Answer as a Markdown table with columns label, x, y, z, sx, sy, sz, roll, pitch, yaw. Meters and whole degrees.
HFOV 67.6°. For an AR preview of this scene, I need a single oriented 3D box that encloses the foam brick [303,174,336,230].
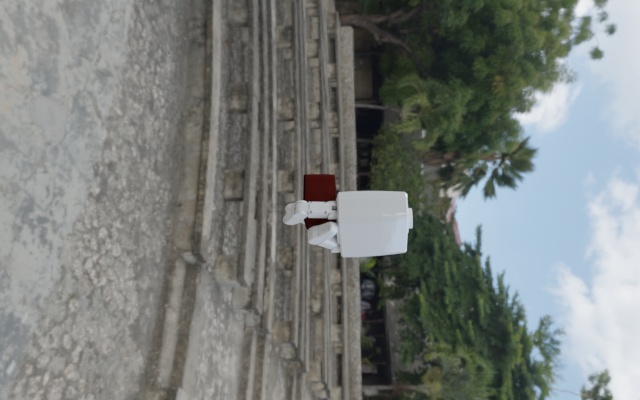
| label | x | y | z | sx | sy | sz | roll | pitch | yaw |
| --- | --- | --- | --- | --- | --- | --- | --- | --- | --- |
| foam brick | 0.000 | 0.002 | 0.776 | 0.051 | 0.078 | 0.053 | -3 | -27 | 5 |
